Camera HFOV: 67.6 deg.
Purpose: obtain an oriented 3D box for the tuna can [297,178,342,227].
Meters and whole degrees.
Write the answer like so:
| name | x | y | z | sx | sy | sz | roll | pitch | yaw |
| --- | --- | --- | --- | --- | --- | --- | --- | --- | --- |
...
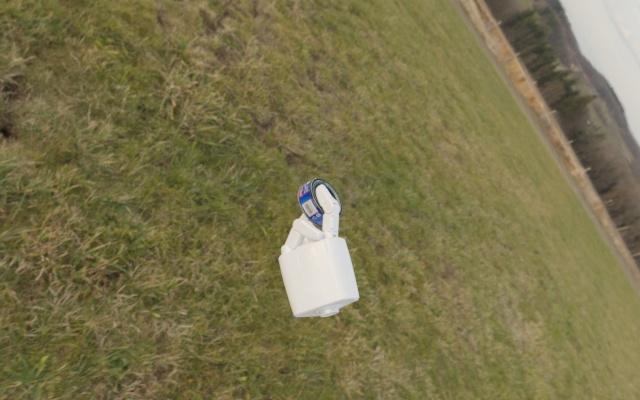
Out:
| name | x | y | z | sx | sy | sz | roll | pitch | yaw |
| --- | --- | --- | --- | --- | --- | --- | --- | --- | --- |
| tuna can | 0.001 | 0.003 | 0.866 | 0.034 | 0.086 | 0.086 | -33 | -19 | 31 |
